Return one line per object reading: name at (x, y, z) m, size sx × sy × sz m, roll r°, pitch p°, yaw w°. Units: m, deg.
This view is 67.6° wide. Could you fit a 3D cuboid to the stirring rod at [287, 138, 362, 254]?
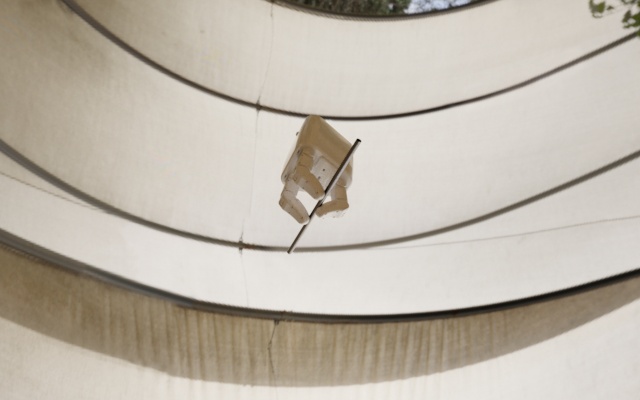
stirring rod at (0.000, 0.002, 0.706) m, size 0.011 × 0.011 × 0.240 m, roll 0°, pitch -43°, yaw -36°
